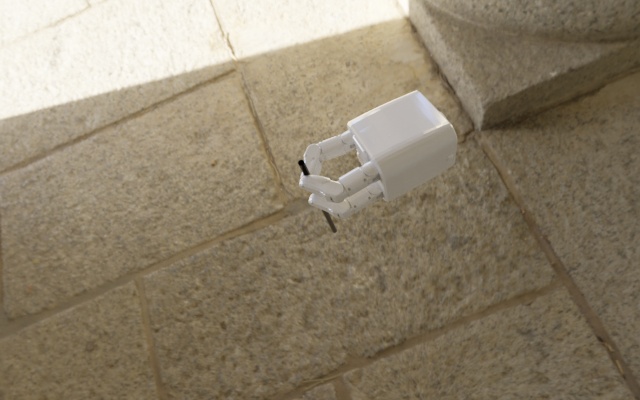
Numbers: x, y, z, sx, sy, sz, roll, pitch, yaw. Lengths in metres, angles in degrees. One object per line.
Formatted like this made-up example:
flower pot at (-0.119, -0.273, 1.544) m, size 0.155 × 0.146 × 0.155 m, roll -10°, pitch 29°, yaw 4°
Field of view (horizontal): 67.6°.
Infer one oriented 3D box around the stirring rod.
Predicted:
stirring rod at (0.000, 0.002, 0.681) m, size 0.011 × 0.011 × 0.240 m, roll 0°, pitch -23°, yaw 12°
